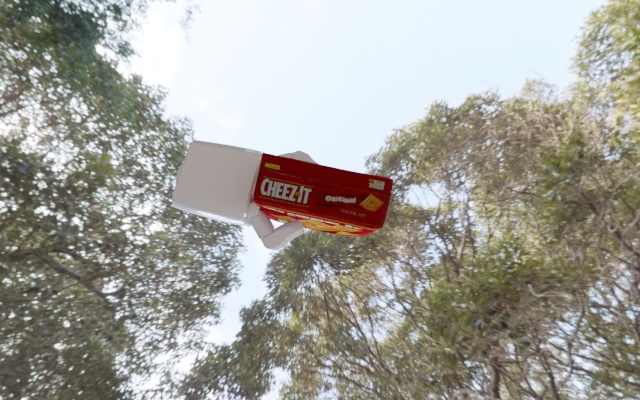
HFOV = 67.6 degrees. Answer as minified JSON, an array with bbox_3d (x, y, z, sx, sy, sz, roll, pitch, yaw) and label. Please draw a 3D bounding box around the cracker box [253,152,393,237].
[{"bbox_3d":[0.000,0.002,0.675,0.164,0.072,0.214,11,-7,0],"label":"cracker box"}]
